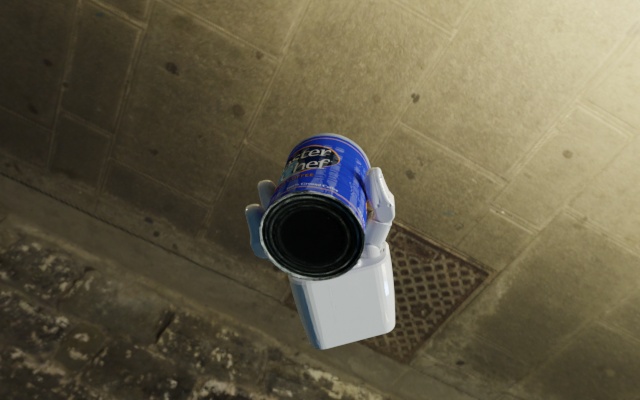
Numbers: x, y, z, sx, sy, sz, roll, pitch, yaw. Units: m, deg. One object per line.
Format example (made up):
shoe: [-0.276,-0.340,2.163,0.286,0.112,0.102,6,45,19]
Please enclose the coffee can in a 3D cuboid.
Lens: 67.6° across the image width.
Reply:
coffee can: [0.000,0.001,0.511,0.103,0.103,0.140,0,30,9]
